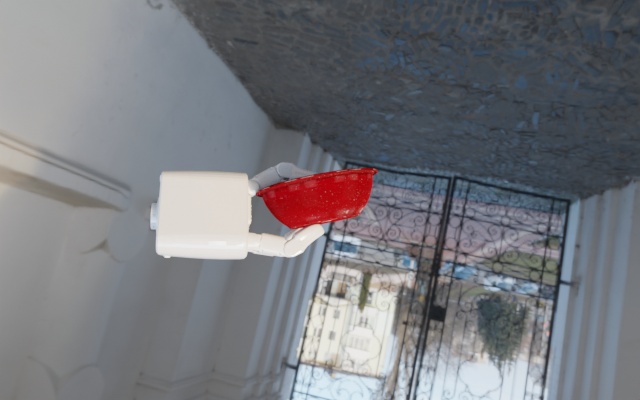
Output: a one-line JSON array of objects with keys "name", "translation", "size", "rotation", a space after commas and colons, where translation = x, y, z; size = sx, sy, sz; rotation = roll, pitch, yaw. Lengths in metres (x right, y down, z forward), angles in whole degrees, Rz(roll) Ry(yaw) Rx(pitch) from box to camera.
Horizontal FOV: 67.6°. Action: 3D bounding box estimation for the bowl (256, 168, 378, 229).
[{"name": "bowl", "translation": [0.001, 0.002, 0.622], "size": [0.162, 0.055, 0.162], "rotation": [-11, -5, -1]}]
